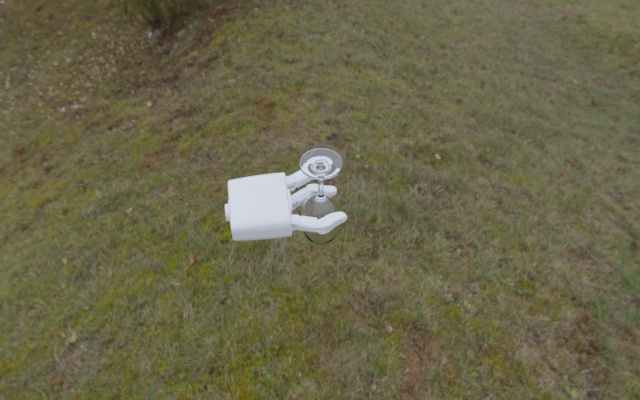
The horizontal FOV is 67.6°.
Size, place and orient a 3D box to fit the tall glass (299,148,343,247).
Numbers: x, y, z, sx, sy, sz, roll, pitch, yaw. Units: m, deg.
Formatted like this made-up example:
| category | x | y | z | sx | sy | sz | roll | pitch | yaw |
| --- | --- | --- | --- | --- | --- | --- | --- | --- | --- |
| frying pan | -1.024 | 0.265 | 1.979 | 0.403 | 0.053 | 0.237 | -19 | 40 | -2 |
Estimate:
| category | x | y | z | sx | sy | sz | roll | pitch | yaw |
| --- | --- | --- | --- | --- | --- | --- | --- | --- | --- |
| tall glass | 0.000 | 0.002 | 0.880 | 0.079 | 0.079 | 0.201 | 0 | -42 | 0 |
